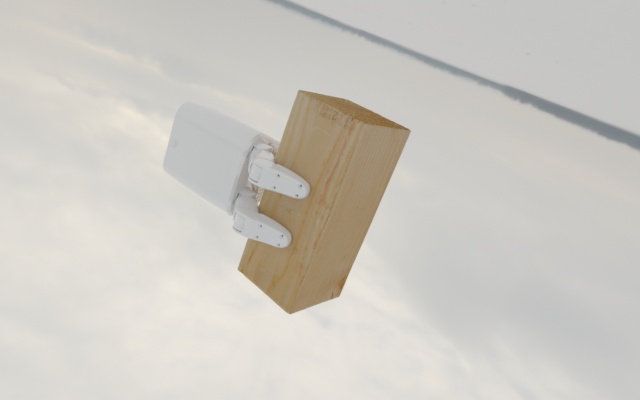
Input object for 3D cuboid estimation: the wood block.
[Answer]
[{"bbox_3d":[0.000,0.002,0.503,0.090,0.206,0.091,33,23,31],"label":"wood block"}]
